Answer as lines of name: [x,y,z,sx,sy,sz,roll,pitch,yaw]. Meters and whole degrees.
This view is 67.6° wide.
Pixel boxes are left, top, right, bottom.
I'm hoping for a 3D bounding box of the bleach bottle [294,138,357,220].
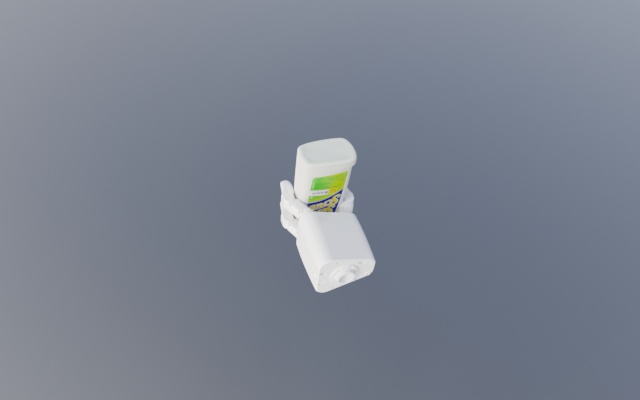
bleach bottle: [0.000,0.003,0.895,0.102,0.068,0.251,-11,-41,-16]
